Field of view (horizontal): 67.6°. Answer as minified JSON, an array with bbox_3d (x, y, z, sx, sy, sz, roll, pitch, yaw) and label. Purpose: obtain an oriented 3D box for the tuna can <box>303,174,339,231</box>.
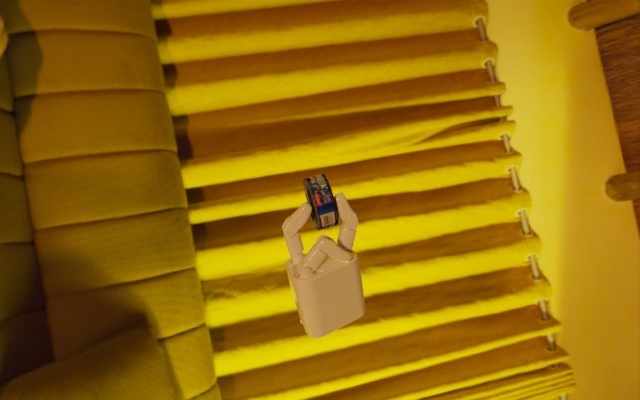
[{"bbox_3d":[0.001,0.002,0.748,0.034,0.086,0.086,-16,2,-7],"label":"tuna can"}]
